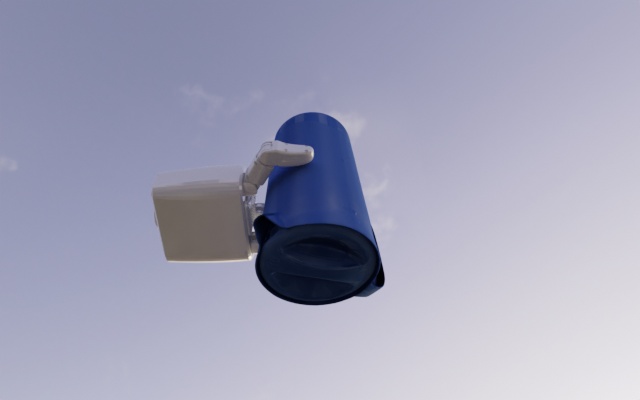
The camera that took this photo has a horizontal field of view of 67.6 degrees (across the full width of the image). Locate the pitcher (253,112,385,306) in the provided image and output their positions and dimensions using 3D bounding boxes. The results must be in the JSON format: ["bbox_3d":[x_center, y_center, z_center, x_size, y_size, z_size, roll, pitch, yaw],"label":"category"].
[{"bbox_3d":[0.000,0.002,0.595,0.145,0.149,0.242,-4,41,1],"label":"pitcher"}]
